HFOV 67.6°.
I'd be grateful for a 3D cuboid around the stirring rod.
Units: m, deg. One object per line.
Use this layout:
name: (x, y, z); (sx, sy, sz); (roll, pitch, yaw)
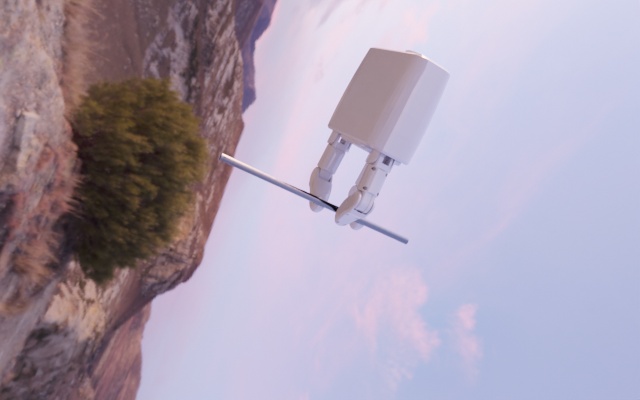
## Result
stirring rod: (0.000, 0.002, 0.533); (0.239, 0.011, 0.011); (25, -9, -19)
